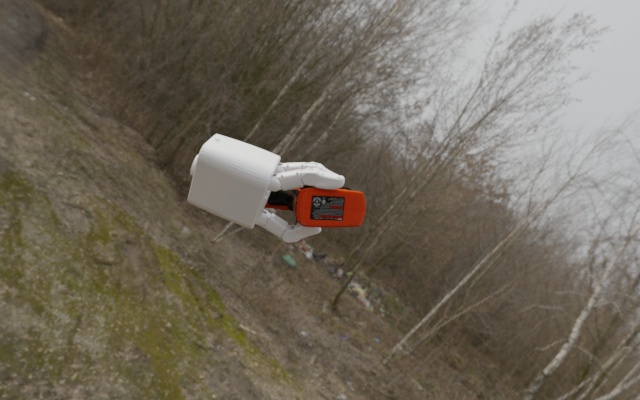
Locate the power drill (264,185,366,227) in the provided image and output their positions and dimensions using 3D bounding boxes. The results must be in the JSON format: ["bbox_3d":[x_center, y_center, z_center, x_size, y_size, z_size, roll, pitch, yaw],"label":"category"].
[{"bbox_3d":[0.000,0.003,0.769,0.184,0.057,0.187,0,5,-21],"label":"power drill"}]
